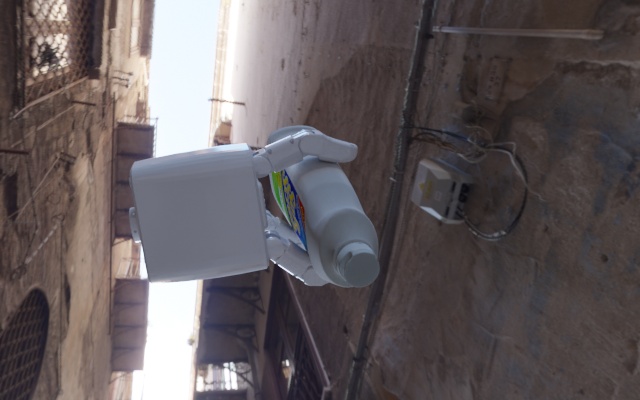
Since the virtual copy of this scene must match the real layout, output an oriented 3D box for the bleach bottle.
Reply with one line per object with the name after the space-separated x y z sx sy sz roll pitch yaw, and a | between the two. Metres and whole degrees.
0.000 0.002 0.462 0.068 0.103 0.250 -9 22 -12 | bleach bottle
